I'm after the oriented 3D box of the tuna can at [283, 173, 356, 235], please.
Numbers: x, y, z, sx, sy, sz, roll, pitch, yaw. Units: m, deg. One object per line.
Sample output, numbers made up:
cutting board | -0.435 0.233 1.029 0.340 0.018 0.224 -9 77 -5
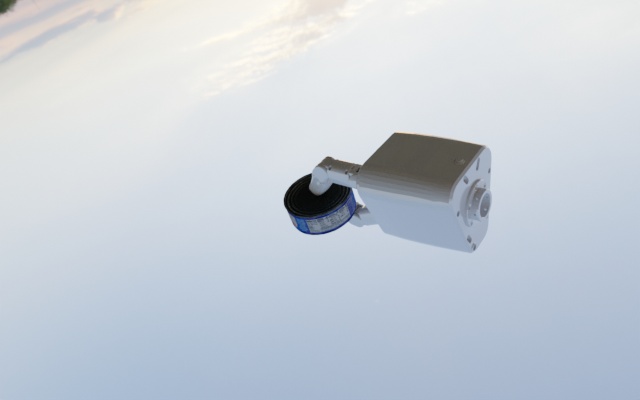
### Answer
tuna can | 0.000 0.002 0.586 0.086 0.034 0.086 -12 39 10
